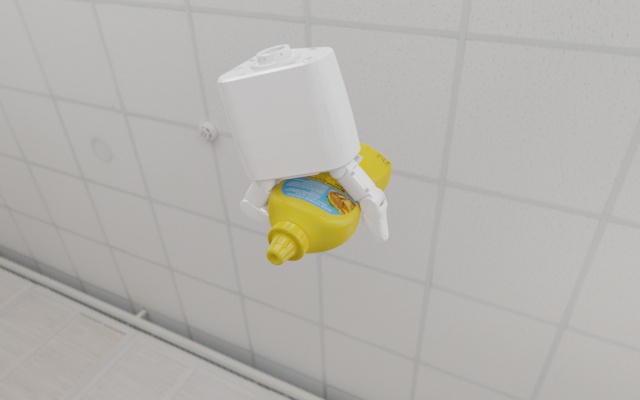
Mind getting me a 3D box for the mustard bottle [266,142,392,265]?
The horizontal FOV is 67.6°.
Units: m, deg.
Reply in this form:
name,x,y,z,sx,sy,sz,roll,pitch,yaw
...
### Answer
name,x,y,z,sx,sy,sz,roll,pitch,yaw
mustard bottle,0.000,0.002,0.508,0.096,0.058,0.191,23,42,16
